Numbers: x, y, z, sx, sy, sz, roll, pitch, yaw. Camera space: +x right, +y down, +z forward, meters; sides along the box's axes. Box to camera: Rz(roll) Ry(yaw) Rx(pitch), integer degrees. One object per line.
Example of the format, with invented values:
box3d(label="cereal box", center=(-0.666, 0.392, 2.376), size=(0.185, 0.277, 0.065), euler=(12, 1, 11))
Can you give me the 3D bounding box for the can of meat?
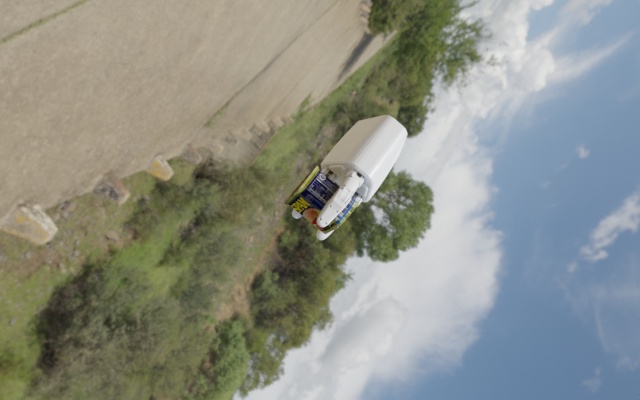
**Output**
box3d(label="can of meat", center=(0.000, 0.003, 0.741), size=(0.084, 0.057, 0.102), euler=(39, -20, -6))
